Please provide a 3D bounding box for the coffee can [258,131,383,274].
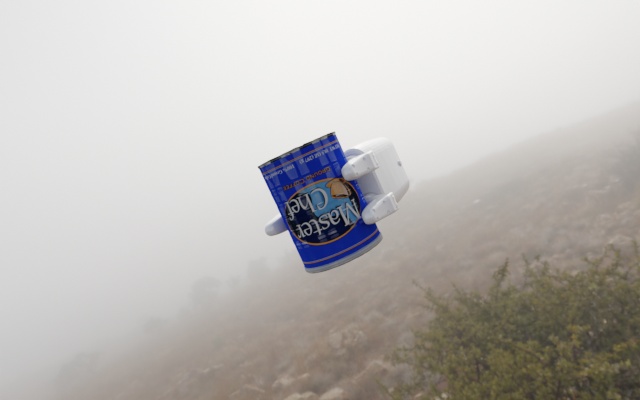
[{"bbox_3d":[0.000,0.002,0.575,0.103,0.140,0.103,-24,5,2],"label":"coffee can"}]
